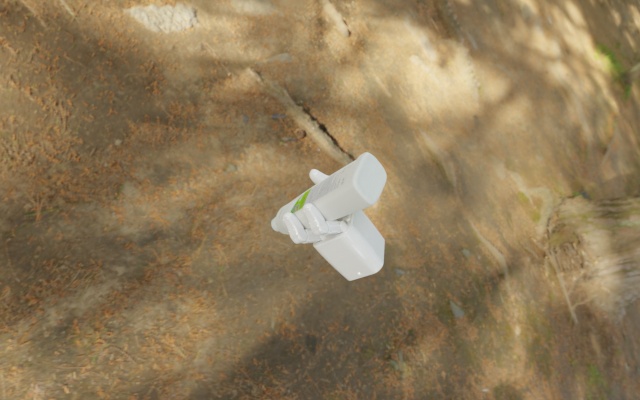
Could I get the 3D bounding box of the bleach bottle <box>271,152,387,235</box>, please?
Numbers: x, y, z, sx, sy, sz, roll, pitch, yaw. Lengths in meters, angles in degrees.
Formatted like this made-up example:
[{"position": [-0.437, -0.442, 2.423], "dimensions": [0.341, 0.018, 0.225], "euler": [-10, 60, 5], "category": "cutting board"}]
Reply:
[{"position": [0.000, 0.003, 0.885], "dimensions": [0.251, 0.068, 0.102], "euler": [-25, 25, 41], "category": "bleach bottle"}]
